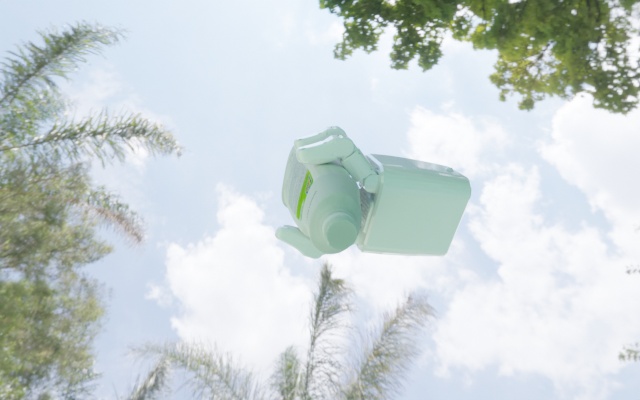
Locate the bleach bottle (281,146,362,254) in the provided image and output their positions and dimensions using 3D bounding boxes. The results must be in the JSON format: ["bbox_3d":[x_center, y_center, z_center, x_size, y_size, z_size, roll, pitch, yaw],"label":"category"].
[{"bbox_3d":[0.000,0.002,0.540,0.068,0.102,0.250,7,16,-10],"label":"bleach bottle"}]
